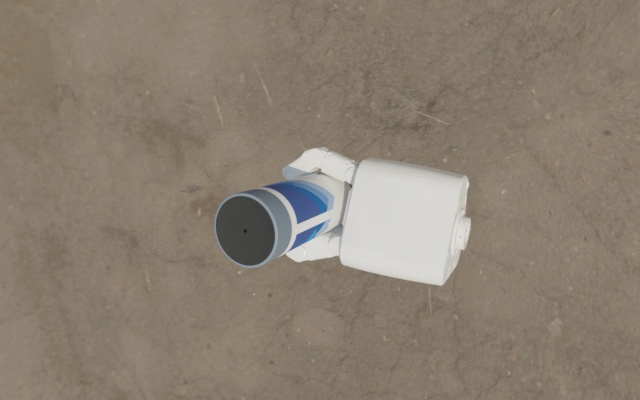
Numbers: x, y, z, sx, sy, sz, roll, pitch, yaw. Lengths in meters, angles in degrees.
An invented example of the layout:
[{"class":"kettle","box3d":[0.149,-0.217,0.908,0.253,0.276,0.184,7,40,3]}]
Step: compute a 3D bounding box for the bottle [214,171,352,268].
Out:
[{"class":"bottle","box3d":[0.000,0.002,0.540,0.069,0.069,0.295,0,10,27]}]
